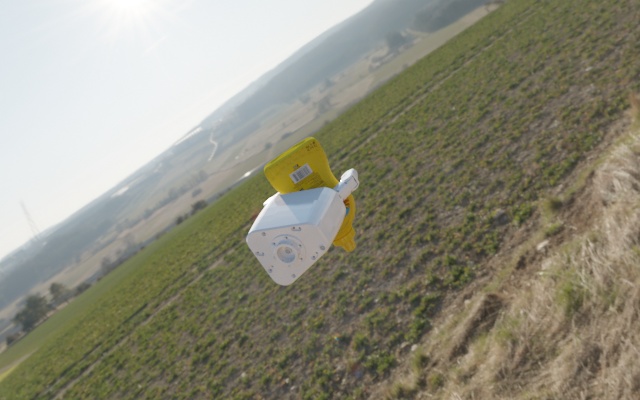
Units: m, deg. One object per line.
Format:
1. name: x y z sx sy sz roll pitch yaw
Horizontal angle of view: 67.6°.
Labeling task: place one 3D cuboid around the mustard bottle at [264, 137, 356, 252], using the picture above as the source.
1. mustard bottle: 0.000 0.002 0.757 0.096 0.192 0.058 -33 15 1
